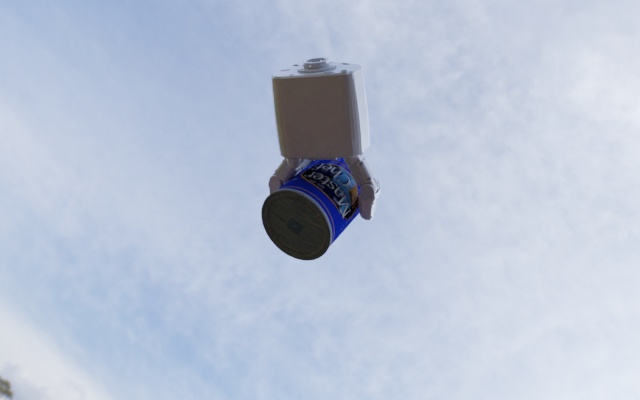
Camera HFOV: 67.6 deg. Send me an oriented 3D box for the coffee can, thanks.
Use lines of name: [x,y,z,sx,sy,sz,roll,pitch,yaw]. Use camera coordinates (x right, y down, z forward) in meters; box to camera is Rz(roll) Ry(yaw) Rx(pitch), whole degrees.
coffee can: [0.000,0.002,0.657,0.103,0.103,0.140,0,27,32]
